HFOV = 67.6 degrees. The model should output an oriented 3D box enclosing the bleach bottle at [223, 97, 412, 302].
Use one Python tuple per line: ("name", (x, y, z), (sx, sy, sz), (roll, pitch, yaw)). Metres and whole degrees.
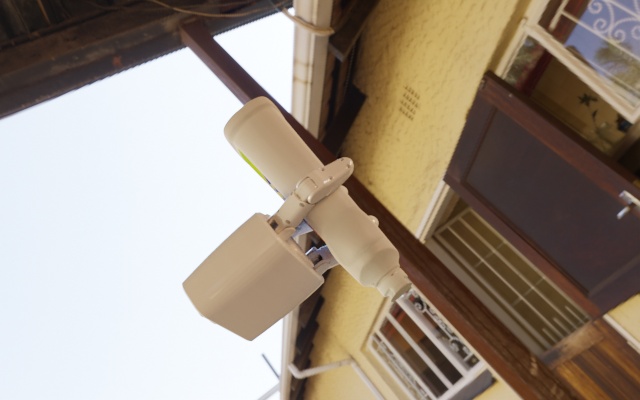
("bleach bottle", (0.000, 0.002, 0.506), (0.068, 0.250, 0.103), (-41, -25, -3))
